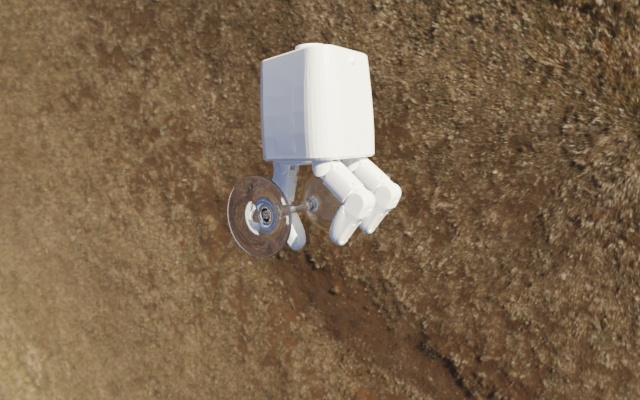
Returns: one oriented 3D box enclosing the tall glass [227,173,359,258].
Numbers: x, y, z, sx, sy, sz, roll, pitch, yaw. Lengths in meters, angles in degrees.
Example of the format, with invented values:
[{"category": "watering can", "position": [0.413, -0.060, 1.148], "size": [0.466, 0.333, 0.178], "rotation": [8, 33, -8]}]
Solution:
[{"category": "tall glass", "position": [0.000, 0.002, 0.502], "size": [0.079, 0.079, 0.201], "rotation": [0, 7, 34]}]
